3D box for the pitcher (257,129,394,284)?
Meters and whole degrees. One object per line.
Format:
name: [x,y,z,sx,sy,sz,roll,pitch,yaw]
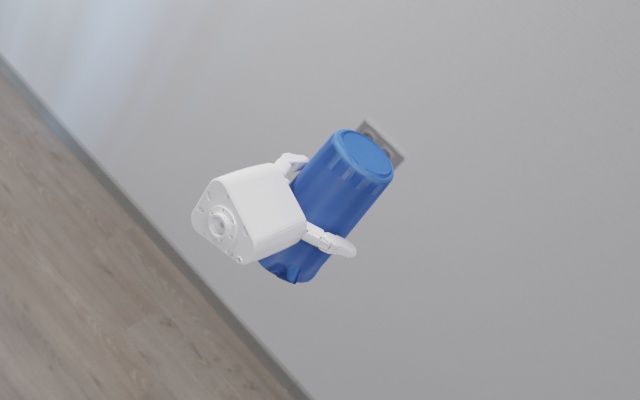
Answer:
pitcher: [0.000,0.003,0.748,0.145,0.149,0.243,-17,-28,-53]
